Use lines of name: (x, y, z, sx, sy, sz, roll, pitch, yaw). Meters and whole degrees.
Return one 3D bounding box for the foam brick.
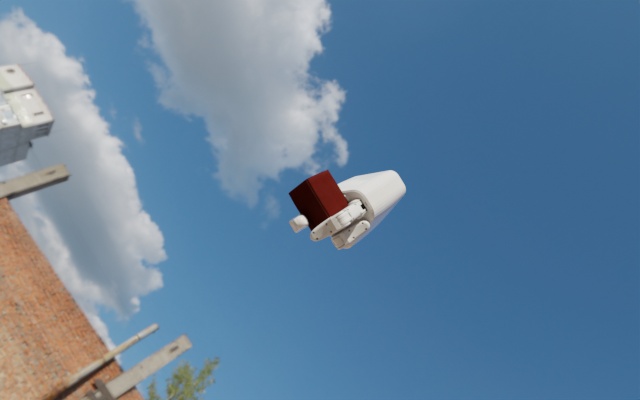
foam brick: (0.000, 0.002, 0.723, 0.051, 0.078, 0.053, -31, 0, -43)
